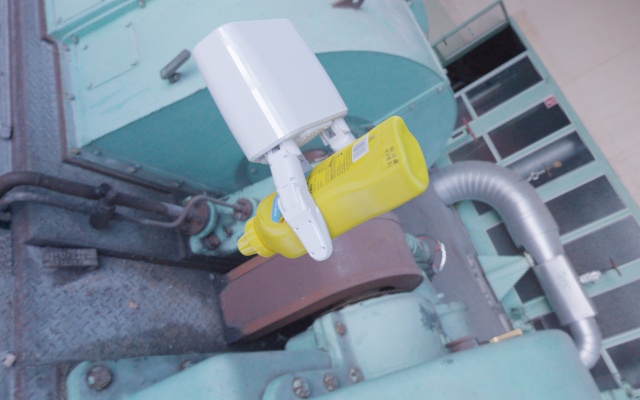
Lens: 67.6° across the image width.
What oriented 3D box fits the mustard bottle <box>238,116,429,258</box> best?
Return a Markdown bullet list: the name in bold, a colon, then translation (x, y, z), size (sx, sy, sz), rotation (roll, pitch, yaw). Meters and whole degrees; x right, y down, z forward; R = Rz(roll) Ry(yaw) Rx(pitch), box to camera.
- **mustard bottle**: translation (0.000, 0.002, 0.431), size (0.192, 0.058, 0.096), rotation (-30, 26, 22)
